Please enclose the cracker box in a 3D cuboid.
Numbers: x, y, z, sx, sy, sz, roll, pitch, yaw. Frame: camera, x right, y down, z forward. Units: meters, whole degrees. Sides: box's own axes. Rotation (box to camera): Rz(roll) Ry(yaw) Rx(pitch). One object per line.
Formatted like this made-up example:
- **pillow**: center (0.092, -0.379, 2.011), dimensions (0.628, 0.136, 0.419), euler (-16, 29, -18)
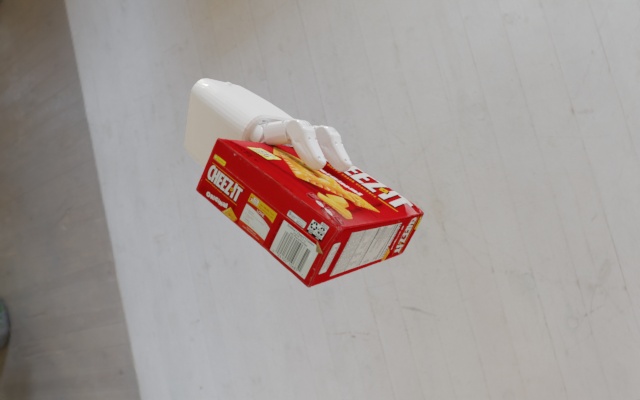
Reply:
- **cracker box**: center (0.000, 0.002, 0.528), dimensions (0.164, 0.072, 0.213), euler (36, 21, 25)
